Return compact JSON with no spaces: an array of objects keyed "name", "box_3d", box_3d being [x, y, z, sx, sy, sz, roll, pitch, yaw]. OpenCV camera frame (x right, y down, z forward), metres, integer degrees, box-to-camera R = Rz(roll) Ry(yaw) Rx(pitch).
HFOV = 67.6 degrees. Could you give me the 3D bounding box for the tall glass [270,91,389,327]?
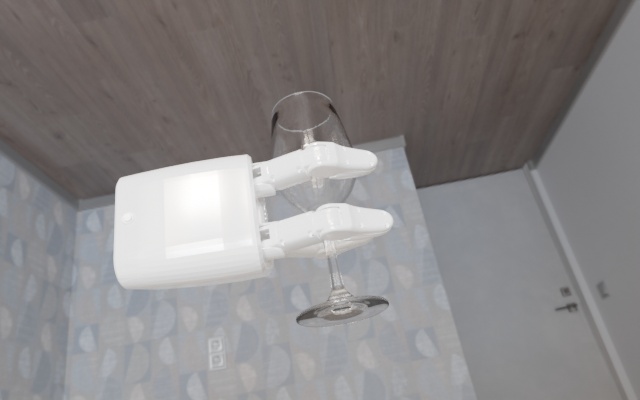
[{"name":"tall glass","box_3d":[0.000,0.002,0.417,0.079,0.201,0.079,-9,-27,-4]}]
